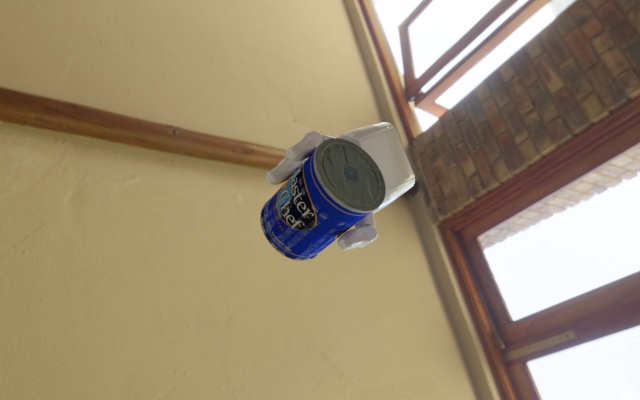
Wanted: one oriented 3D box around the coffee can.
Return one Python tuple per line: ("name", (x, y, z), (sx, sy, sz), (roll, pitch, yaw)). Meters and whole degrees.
("coffee can", (0.000, 0.002, 0.612), (0.103, 0.102, 0.140), (0, -30, -39))
